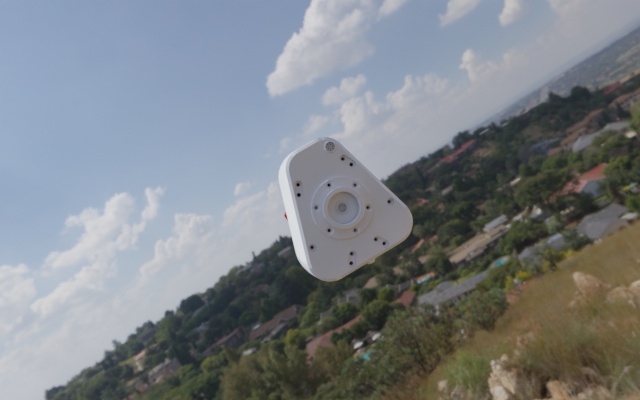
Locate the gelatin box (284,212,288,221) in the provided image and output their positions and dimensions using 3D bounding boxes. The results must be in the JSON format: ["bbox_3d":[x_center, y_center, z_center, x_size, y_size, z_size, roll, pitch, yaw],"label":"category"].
[{"bbox_3d":[0.000,0.001,0.557,0.073,0.030,0.089,-30,8,8],"label":"gelatin box"}]
